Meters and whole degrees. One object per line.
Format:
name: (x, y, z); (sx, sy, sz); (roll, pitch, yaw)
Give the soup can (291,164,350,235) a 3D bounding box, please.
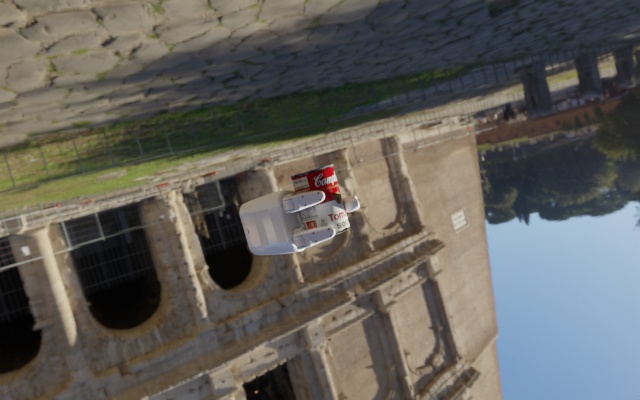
soup can: (0.001, 0.003, 0.732); (0.068, 0.102, 0.068); (-16, 3, 1)
